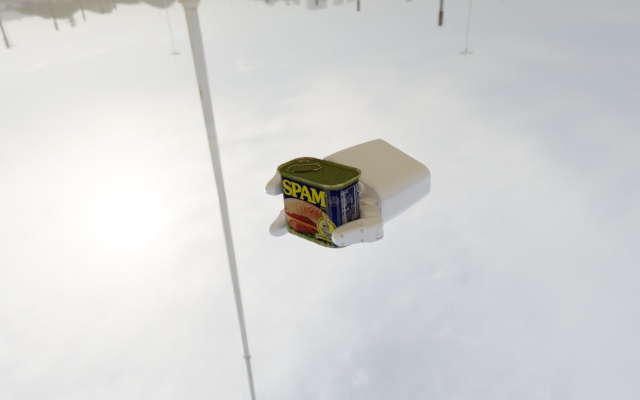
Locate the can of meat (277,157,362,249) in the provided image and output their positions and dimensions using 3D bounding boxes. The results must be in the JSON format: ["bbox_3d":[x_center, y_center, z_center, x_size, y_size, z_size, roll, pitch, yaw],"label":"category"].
[{"bbox_3d":[0.000,0.002,0.565,0.102,0.084,0.057,18,34,39],"label":"can of meat"}]
